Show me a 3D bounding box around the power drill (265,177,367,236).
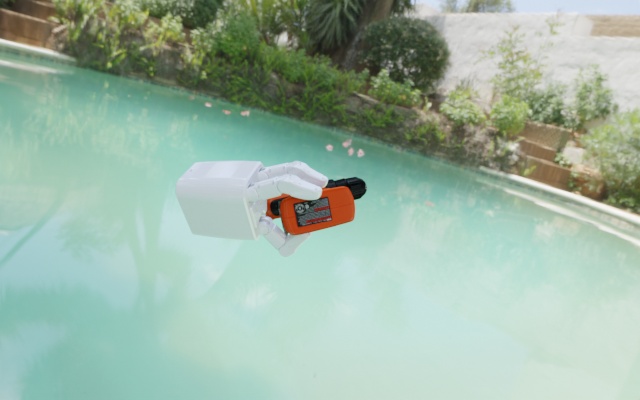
[{"bbox_3d":[0.000,0.003,0.756,0.184,0.057,0.187,-14,6,-6],"label":"power drill"}]
